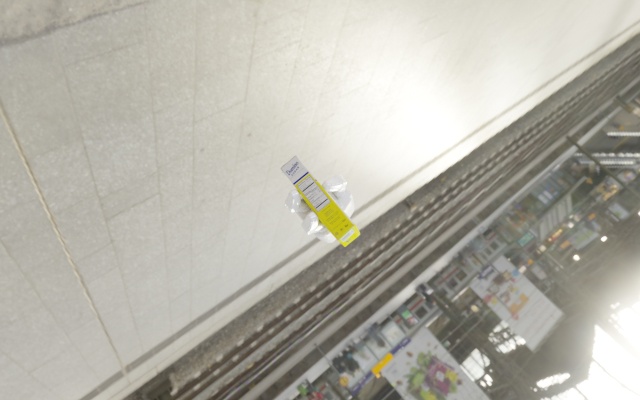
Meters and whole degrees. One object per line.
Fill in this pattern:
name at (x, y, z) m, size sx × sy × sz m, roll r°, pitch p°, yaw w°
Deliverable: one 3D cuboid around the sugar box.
sugar box at (0.000, 0.003, 0.900) m, size 0.048 × 0.176 × 0.093 m, roll -42°, pitch -17°, yaw -1°
